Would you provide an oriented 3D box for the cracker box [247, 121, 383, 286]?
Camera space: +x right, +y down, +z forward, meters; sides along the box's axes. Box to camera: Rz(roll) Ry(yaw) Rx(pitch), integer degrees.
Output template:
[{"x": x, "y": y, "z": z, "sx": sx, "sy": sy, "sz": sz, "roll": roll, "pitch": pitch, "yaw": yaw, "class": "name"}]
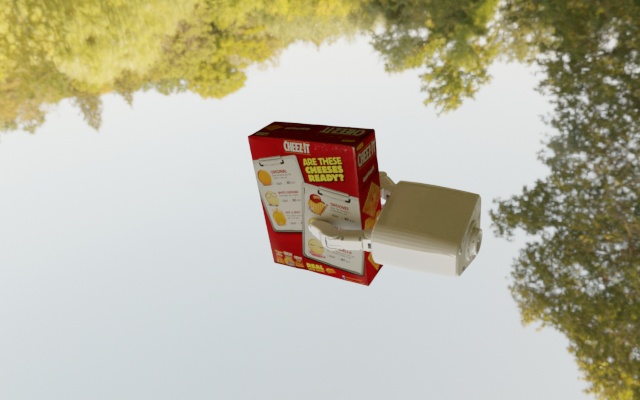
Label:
[{"x": 0.000, "y": 0.002, "z": 0.671, "sx": 0.164, "sy": 0.214, "sz": 0.072, "roll": 9, "pitch": 33, "yaw": 29, "class": "cracker box"}]
